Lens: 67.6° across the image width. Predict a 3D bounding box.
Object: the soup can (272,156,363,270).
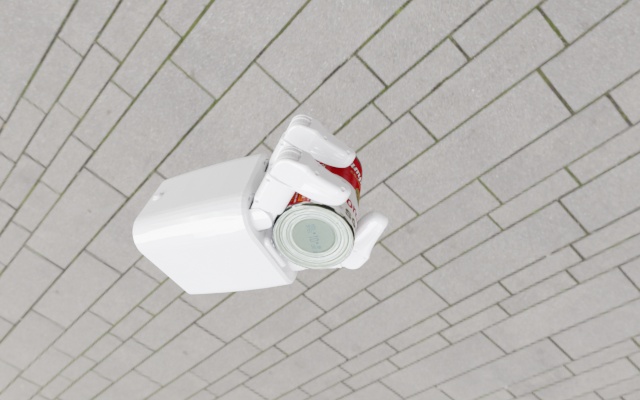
[{"bbox_3d":[0.001,0.002,0.415,0.068,0.068,0.102,0,35,9],"label":"soup can"}]
